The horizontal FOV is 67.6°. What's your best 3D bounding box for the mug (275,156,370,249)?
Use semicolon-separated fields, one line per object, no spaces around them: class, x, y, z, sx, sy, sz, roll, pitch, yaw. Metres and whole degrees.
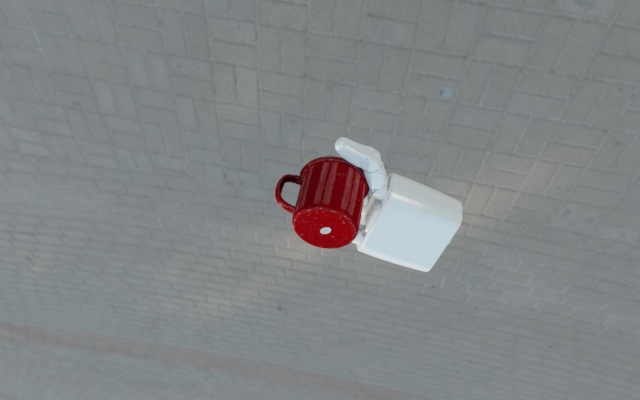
mug;-0.001;0.002;0.595;0.117;0.081;0.093;20;-42;-7
